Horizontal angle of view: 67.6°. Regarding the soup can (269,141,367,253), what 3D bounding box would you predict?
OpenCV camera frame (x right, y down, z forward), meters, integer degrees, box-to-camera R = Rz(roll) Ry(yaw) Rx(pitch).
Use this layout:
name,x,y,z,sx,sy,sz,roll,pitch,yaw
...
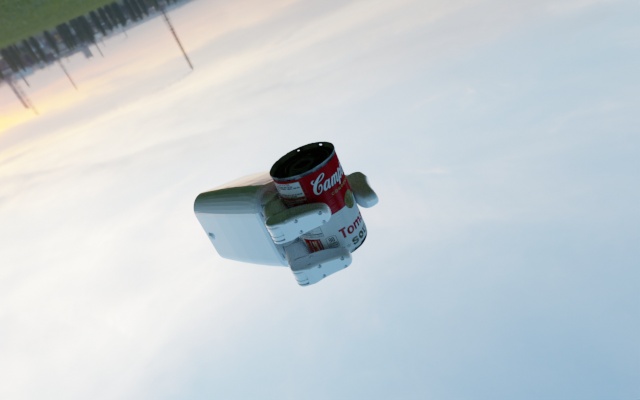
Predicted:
name,x,y,z,sx,sy,sz,roll,pitch,yaw
soup can,0.001,0.002,0.479,0.068,0.102,0.068,-19,27,10
